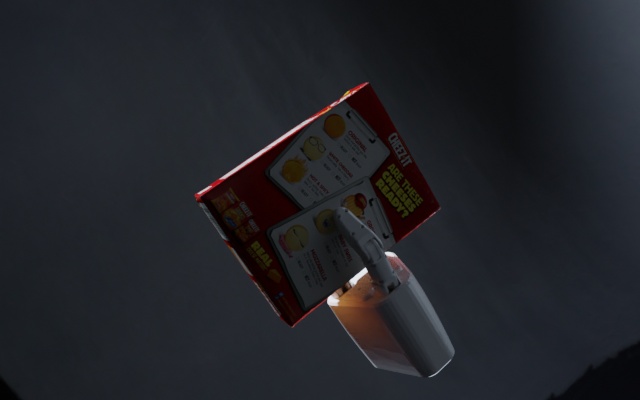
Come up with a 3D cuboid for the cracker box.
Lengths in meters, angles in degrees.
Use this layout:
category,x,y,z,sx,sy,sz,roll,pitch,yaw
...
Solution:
category,x,y,z,sx,sy,sz,roll,pitch,yaw
cracker box,0.000,0.002,0.517,0.213,0.164,0.072,-37,14,-16
